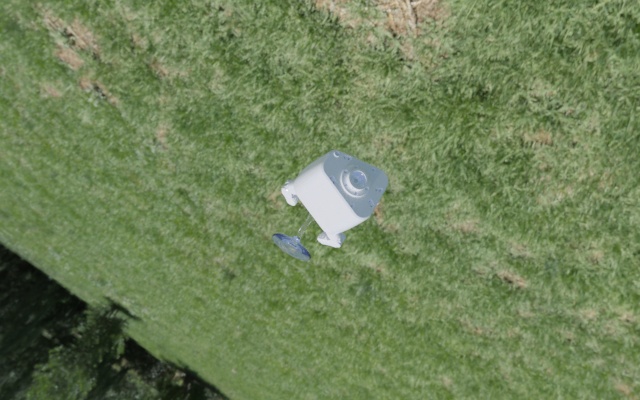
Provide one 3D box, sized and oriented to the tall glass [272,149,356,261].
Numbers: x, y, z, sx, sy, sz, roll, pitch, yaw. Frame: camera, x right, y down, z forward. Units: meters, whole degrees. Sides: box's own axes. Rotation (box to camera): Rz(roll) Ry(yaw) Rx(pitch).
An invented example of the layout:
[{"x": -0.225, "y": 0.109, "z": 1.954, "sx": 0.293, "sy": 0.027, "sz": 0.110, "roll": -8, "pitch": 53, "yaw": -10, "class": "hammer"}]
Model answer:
[{"x": 0.000, "y": 0.003, "z": 0.838, "sx": 0.079, "sy": 0.201, "sz": 0.079, "roll": 26, "pitch": -26, "yaw": 14, "class": "tall glass"}]
